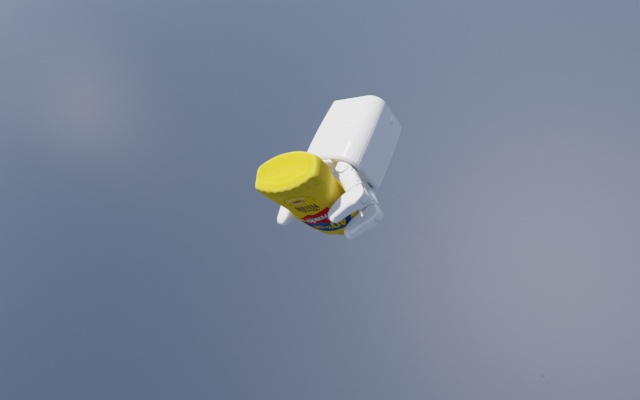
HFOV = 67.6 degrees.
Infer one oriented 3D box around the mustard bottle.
[{"bbox_3d":[0.000,0.002,0.676,0.096,0.058,0.192,-12,-31,28],"label":"mustard bottle"}]
